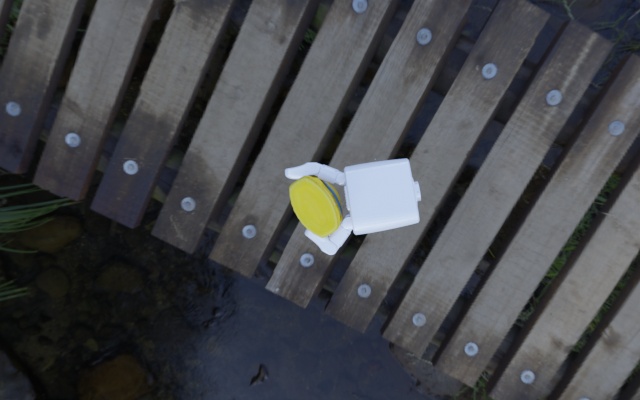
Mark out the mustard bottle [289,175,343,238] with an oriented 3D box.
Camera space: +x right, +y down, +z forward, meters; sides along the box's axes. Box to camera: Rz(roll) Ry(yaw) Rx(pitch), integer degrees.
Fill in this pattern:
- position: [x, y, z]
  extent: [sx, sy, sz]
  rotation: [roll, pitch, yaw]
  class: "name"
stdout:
- position: [0.000, 0.003, 0.802]
  extent: [0.058, 0.096, 0.191]
  rotation: [-34, 0, 8]
  class: "mustard bottle"
